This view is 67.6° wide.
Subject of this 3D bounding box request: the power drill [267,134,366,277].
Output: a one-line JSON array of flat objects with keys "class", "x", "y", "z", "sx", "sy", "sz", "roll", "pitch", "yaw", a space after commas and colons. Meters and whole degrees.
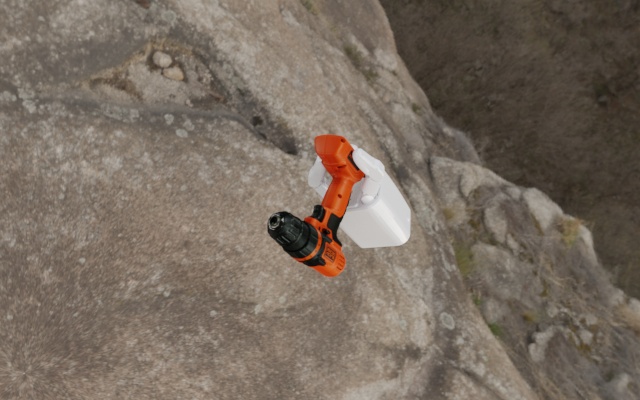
[{"class": "power drill", "x": 0.000, "y": 0.002, "z": 0.692, "sx": 0.057, "sy": 0.187, "sz": 0.184, "roll": 8, "pitch": -21, "yaw": 30}]
